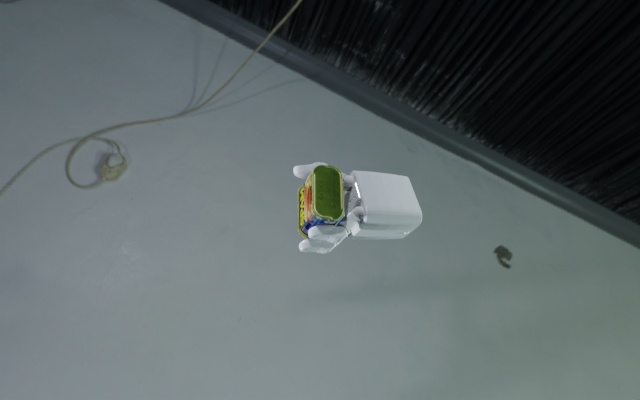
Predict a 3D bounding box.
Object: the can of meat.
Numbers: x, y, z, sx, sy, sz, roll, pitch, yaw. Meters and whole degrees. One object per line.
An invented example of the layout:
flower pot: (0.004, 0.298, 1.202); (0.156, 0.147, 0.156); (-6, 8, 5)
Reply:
can of meat: (0.000, 0.002, 0.787); (0.057, 0.102, 0.084); (7, -26, -16)
